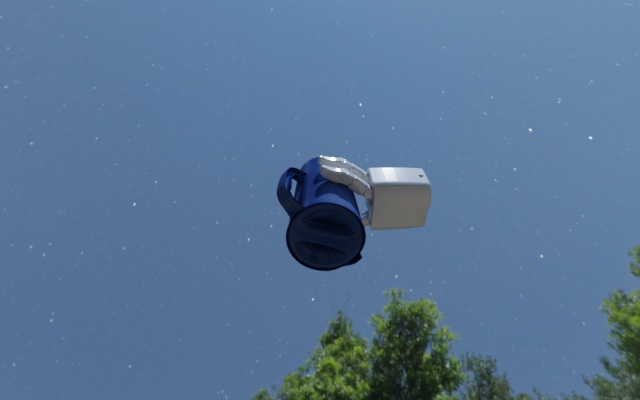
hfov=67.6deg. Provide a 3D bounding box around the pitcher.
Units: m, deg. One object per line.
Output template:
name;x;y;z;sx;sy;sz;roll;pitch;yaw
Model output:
pitcher;0.000;0.003;0.886;0.145;0.149;0.242;-2;28;0
